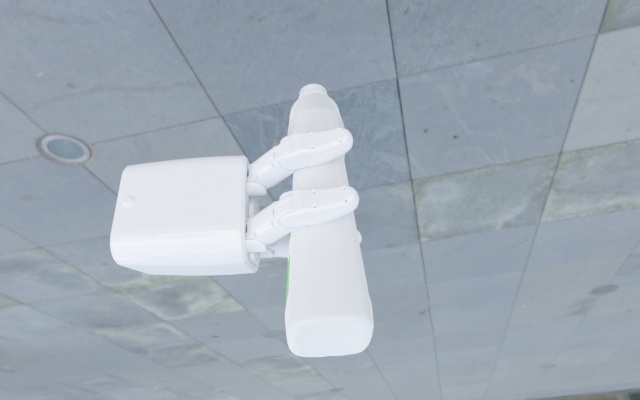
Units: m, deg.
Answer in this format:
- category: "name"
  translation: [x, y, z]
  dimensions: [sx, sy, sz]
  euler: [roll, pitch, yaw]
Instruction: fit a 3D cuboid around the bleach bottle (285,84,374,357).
- category: "bleach bottle"
  translation: [0.000, 0.001, 0.430]
  dimensions: [0.068, 0.250, 0.103]
  euler: [-3, -32, -2]
